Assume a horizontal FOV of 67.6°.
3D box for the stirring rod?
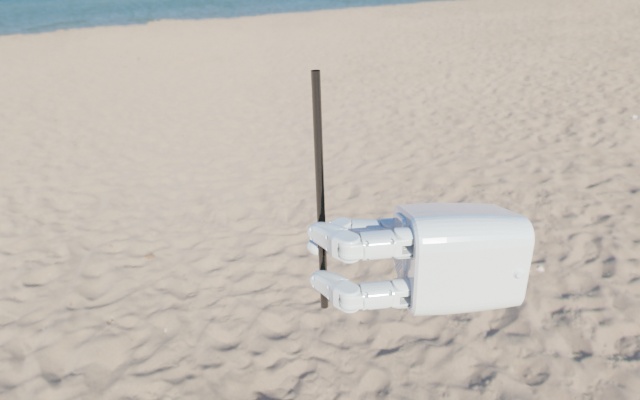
[{"bbox_3d":[0.000,0.002,0.445,0.011,0.240,0.011,-2,26,1],"label":"stirring rod"}]
